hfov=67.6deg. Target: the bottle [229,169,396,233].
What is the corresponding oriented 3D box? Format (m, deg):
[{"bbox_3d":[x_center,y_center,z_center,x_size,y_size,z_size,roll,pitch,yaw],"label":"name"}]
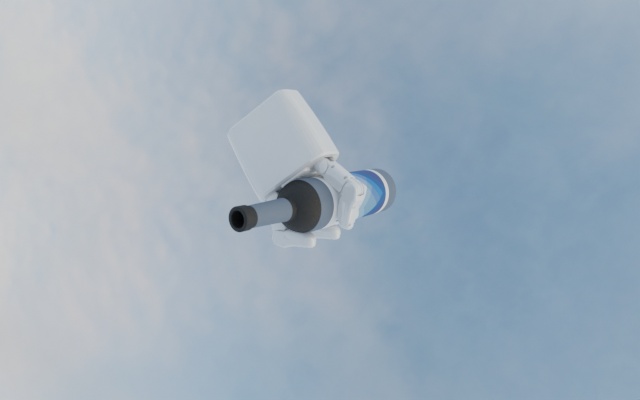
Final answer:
[{"bbox_3d":[0.000,0.002,0.609,0.069,0.069,0.295,0,7,36],"label":"bottle"}]
